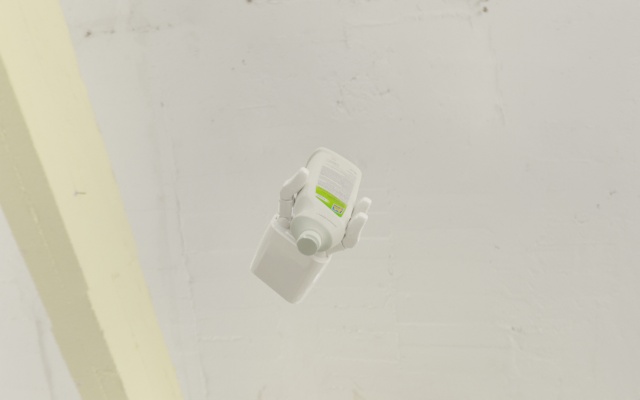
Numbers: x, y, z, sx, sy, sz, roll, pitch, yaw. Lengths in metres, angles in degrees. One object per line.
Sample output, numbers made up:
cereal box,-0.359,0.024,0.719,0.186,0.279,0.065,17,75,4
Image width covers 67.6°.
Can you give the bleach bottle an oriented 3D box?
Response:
bleach bottle,0.000,0.002,0.742,0.102,0.068,0.250,30,29,-3
